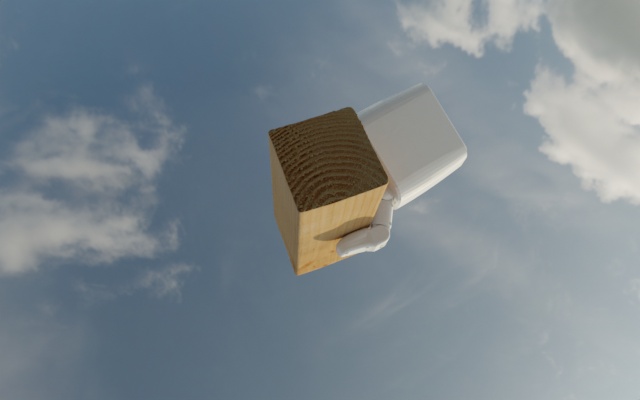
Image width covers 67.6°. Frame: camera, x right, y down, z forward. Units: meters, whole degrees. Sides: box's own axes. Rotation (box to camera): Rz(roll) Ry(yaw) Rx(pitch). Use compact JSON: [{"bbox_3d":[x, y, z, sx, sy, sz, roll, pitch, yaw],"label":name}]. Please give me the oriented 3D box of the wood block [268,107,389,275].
[{"bbox_3d":[0.001,0.002,0.529,0.090,0.090,0.206,-19,-22,-11],"label":"wood block"}]
